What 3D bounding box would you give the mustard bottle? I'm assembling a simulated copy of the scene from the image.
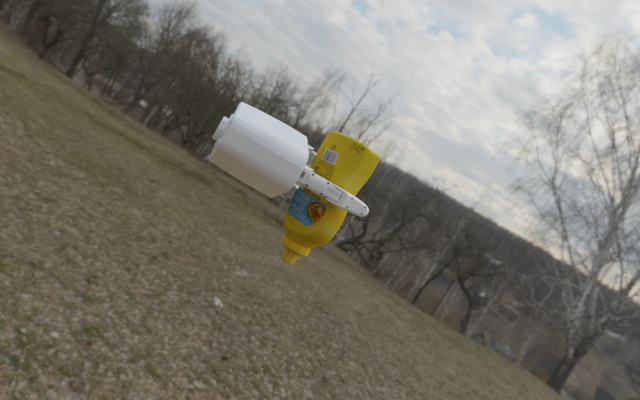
[{"bbox_3d":[0.001,0.002,0.660,0.058,0.191,0.096,28,3,-40],"label":"mustard bottle"}]
